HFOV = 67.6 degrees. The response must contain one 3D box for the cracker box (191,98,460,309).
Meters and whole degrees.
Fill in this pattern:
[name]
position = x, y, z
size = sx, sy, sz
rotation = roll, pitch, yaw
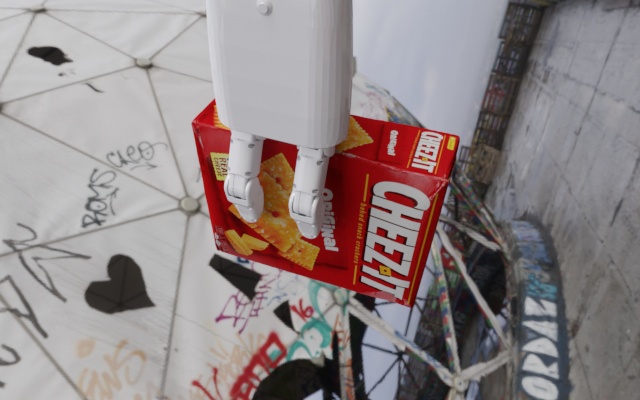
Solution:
[cracker box]
position = 0.000, 0.001, 0.441
size = 0.213, 0.164, 0.072
rotation = 15, 44, 13
